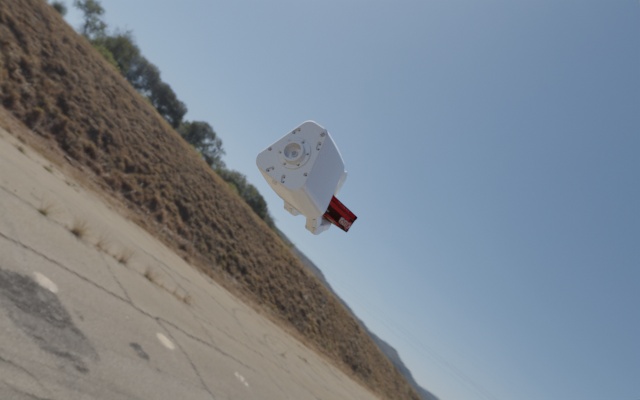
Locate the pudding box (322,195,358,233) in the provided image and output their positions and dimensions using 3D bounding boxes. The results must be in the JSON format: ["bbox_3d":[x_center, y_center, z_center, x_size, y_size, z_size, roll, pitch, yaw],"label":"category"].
[{"bbox_3d":[0.000,0.003,0.835,0.090,0.039,0.113,43,-6,-37],"label":"pudding box"}]
